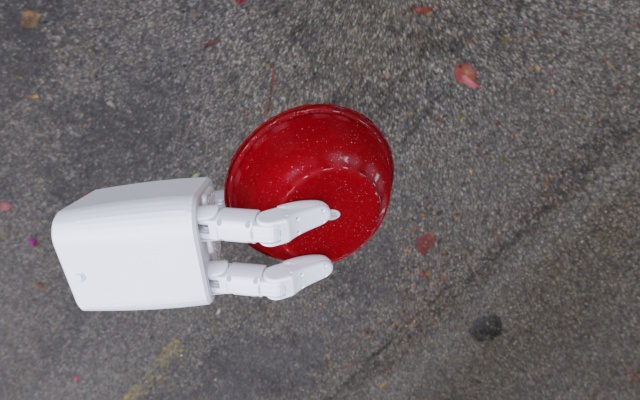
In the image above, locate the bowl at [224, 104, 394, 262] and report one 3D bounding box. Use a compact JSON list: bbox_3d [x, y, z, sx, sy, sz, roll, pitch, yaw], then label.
[{"bbox_3d":[0.001,0.001,0.417,0.162,0.162,0.055,0,29,-20],"label":"bowl"}]
